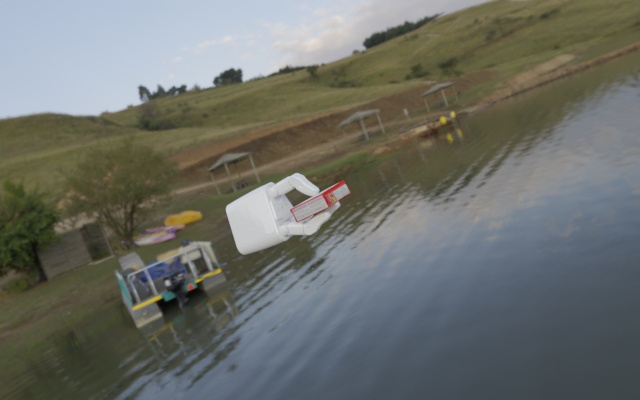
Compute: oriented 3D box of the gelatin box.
[{"bbox_3d":[0.000,0.002,0.859,0.089,0.030,0.073,-27,3,40],"label":"gelatin box"}]
